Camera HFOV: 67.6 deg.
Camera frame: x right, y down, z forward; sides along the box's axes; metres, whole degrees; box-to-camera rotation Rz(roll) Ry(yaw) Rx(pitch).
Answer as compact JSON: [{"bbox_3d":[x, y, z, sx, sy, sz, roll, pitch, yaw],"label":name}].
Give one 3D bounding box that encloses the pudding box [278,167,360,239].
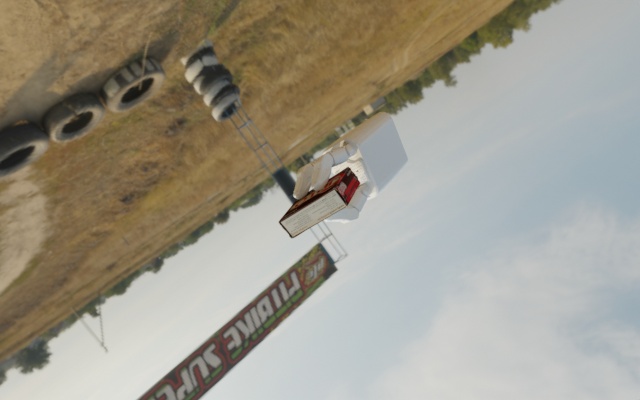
[{"bbox_3d":[0.000,0.002,0.729,0.113,0.039,0.090,-34,9,27],"label":"pudding box"}]
